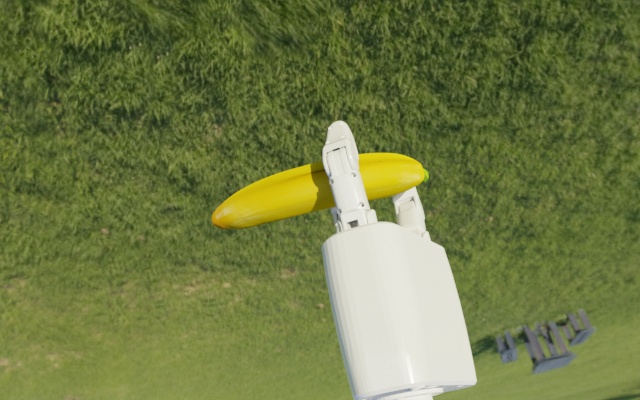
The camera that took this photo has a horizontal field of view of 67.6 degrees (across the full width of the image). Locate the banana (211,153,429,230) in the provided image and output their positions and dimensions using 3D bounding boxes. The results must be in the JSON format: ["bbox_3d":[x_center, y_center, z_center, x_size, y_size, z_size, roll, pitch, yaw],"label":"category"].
[{"bbox_3d":[0.003,-0.007,0.395,0.198,0.037,0.070,-10,-24,-5],"label":"banana"}]
